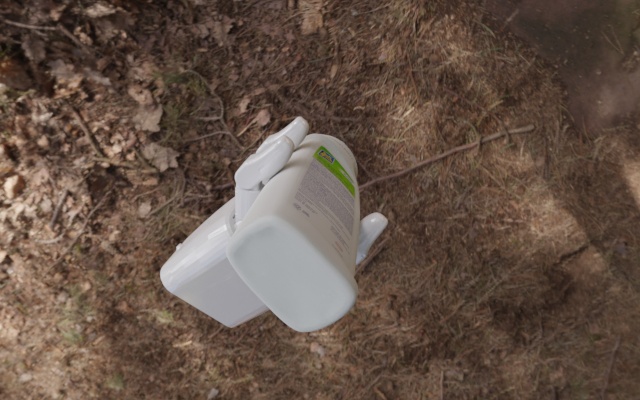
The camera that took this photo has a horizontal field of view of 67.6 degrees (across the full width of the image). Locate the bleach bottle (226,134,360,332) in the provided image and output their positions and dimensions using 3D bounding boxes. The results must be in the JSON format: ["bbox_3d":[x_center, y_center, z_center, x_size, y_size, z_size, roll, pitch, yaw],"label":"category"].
[{"bbox_3d":[0.000,0.001,0.448,0.068,0.102,0.250,-36,13,24],"label":"bleach bottle"}]
